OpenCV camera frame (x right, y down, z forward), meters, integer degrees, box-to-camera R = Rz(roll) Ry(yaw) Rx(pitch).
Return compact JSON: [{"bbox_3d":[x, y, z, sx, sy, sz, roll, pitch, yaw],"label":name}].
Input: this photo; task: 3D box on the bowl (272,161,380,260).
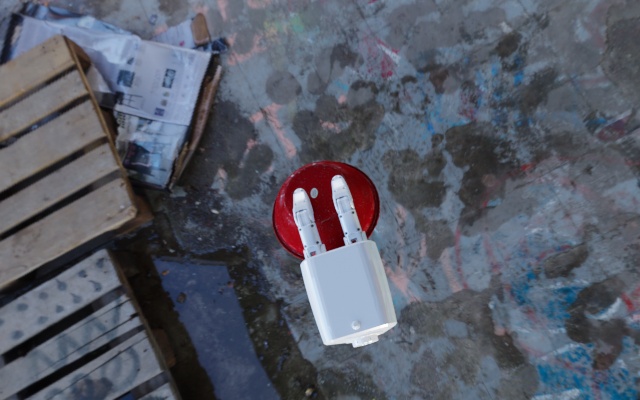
[{"bbox_3d":[-0.001,0.001,0.672,0.162,0.162,0.055,0,-26,16],"label":"bowl"}]
